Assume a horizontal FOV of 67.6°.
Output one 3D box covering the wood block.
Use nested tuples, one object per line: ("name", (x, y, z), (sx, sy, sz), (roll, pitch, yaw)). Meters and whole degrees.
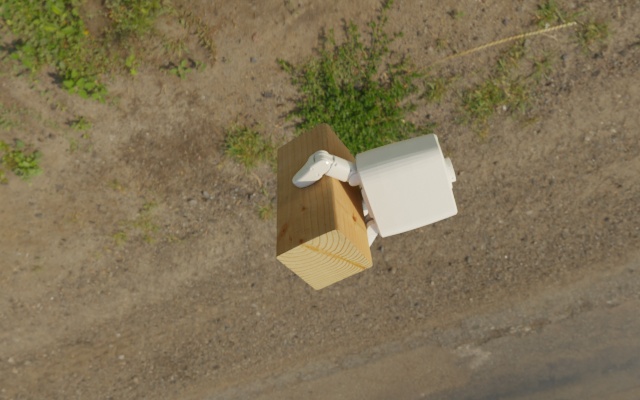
("wood block", (0.000, 0.002, 0.657), (0.090, 0.206, 0.091), (-27, -49, 21))
